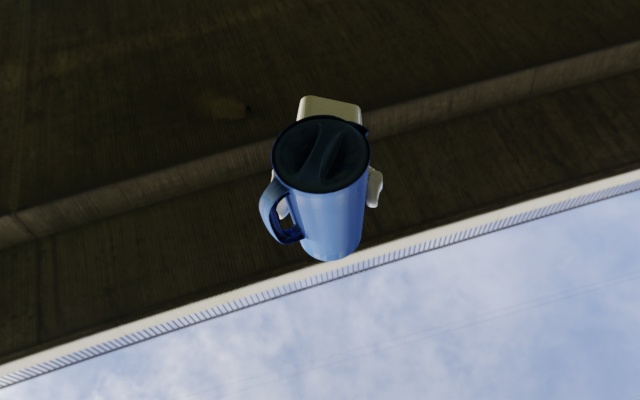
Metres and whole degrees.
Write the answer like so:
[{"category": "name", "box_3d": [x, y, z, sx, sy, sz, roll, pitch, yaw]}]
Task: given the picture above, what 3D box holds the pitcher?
[{"category": "pitcher", "box_3d": [0.000, 0.002, 0.726, 0.149, 0.145, 0.243, 0, -32, 5]}]
